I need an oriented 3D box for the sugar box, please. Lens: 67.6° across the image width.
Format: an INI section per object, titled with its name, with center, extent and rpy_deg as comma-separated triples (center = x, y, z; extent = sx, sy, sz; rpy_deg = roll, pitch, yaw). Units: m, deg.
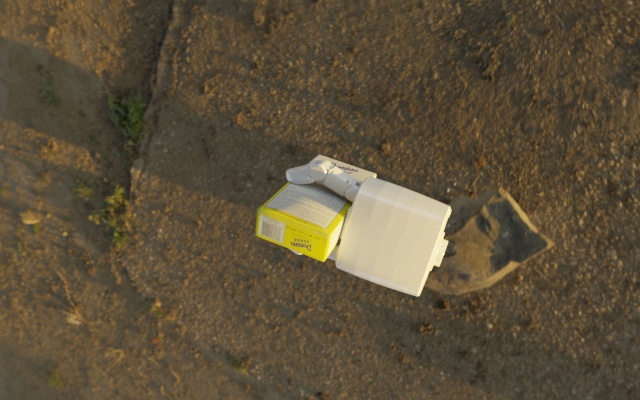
[sugar box]
center = 0.000, 0.003, 0.611
extent = 0.093, 0.048, 0.176
rpy_deg = 20, 30, 16
